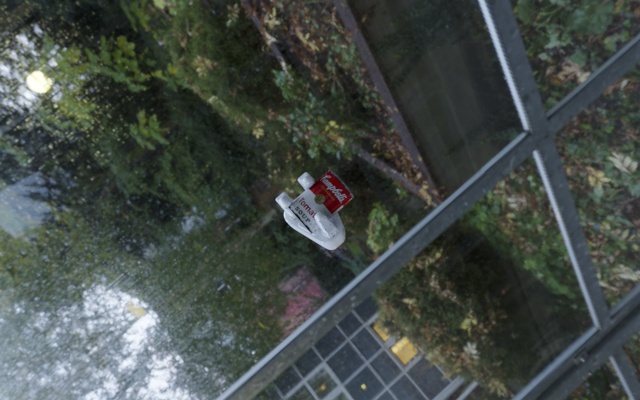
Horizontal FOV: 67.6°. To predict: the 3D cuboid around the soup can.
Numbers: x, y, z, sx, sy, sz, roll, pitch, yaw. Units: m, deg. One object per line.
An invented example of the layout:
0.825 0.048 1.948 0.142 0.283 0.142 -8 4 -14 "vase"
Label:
0.000 0.003 0.861 0.102 0.068 0.068 -41 3 -4 "soup can"
